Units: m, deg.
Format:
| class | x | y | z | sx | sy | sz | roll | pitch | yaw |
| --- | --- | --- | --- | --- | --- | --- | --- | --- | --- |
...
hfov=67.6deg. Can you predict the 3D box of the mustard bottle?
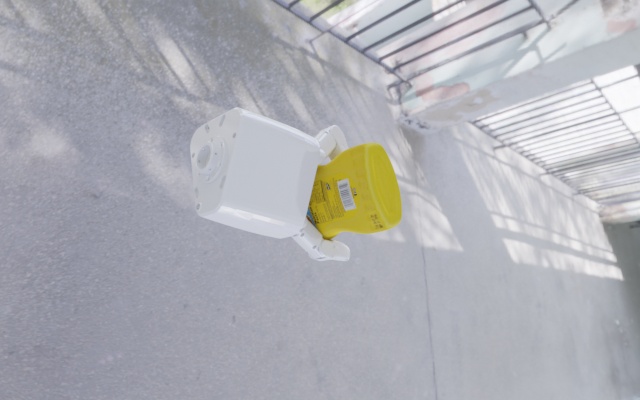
| class | x | y | z | sx | sy | sz | roll | pitch | yaw |
| --- | --- | --- | --- | --- | --- | --- | --- | --- | --- |
| mustard bottle | 0.001 | 0.002 | 0.569 | 0.191 | 0.096 | 0.058 | -16 | 1 | 41 |
